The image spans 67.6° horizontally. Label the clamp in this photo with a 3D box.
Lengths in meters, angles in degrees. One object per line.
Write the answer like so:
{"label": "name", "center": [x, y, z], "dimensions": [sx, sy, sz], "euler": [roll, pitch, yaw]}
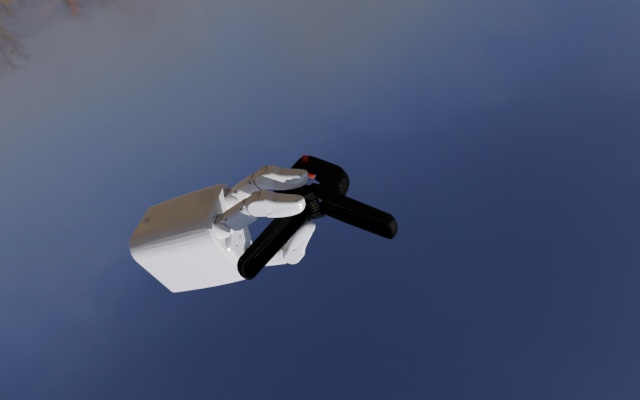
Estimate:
{"label": "clamp", "center": [0.000, 0.002, 0.545], "dimensions": [0.164, 0.036, 0.209], "euler": [-12, 31, 11]}
